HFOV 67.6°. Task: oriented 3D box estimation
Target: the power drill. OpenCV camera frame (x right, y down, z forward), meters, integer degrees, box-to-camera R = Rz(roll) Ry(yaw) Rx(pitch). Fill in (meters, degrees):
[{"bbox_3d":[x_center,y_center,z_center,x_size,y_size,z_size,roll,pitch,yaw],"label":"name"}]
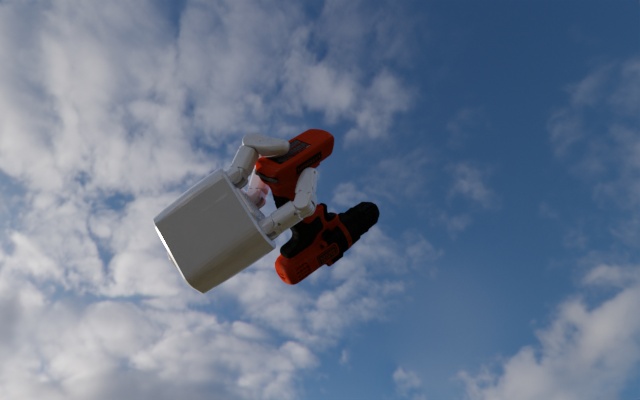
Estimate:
[{"bbox_3d":[0.000,0.002,0.651,0.184,0.188,0.057,-35,36,-27],"label":"power drill"}]
